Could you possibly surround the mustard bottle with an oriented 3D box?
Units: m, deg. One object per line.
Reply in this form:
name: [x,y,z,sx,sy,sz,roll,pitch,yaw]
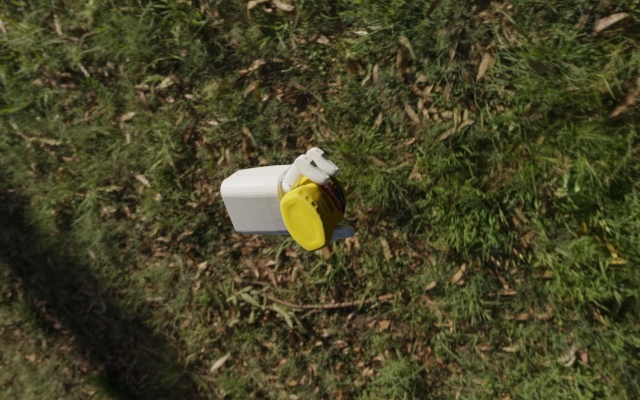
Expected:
mustard bottle: [0.000,0.003,0.781,0.058,0.096,0.191,-27,10,24]
